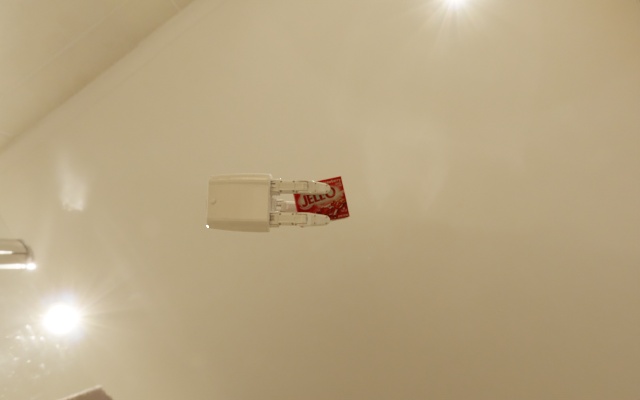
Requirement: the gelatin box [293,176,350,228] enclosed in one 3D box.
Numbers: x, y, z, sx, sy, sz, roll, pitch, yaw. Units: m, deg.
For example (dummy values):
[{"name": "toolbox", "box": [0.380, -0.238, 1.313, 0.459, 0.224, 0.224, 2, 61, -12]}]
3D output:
[{"name": "gelatin box", "box": [0.000, 0.003, 0.833, 0.089, 0.073, 0.030, -12, -6, -5]}]
